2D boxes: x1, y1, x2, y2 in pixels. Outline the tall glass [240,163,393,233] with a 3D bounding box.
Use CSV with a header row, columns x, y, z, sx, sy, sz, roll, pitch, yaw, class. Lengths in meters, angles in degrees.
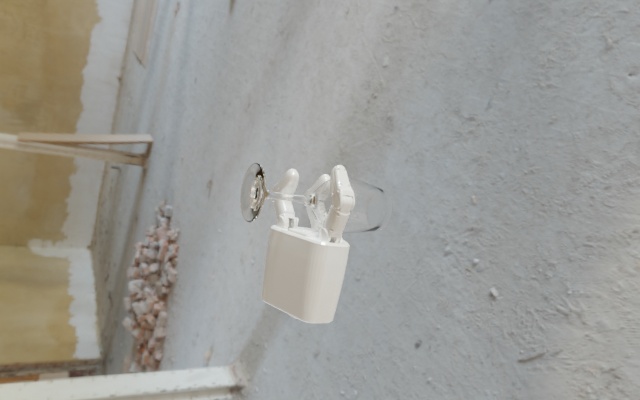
x,y,z,sx,sy,sz,roll,pitch,yaw,class
0.000,0.002,0.639,0.201,0.079,0.079,8,-4,-31,tall glass
